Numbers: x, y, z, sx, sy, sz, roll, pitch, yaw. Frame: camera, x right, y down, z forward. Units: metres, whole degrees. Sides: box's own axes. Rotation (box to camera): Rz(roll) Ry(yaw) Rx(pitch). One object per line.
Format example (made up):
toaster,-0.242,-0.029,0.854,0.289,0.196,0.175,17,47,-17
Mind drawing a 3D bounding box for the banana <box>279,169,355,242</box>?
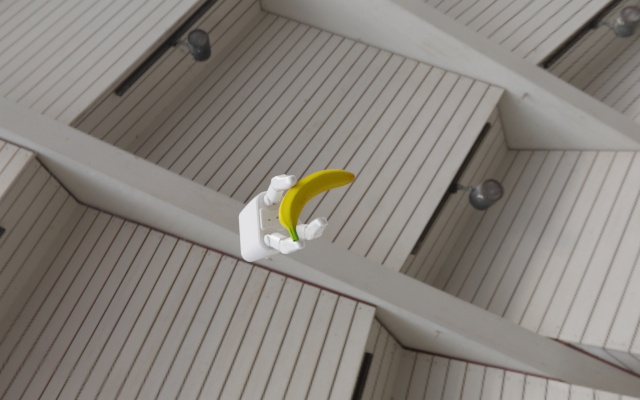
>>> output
banana,-0.014,-0.009,0.828,0.197,0.069,0.037,-46,8,-37
